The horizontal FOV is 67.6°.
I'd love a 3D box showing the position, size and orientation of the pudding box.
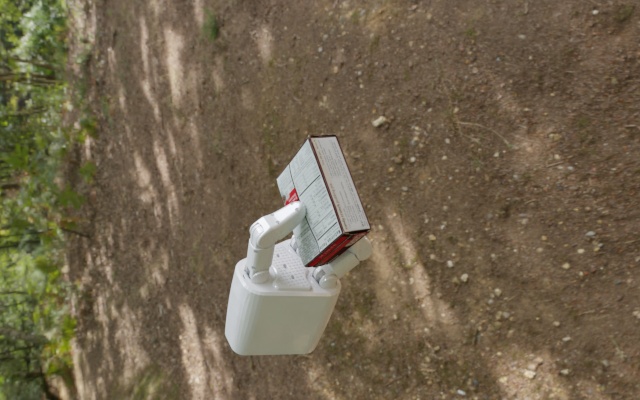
[{"bbox_3d":[0.000,0.002,0.495,0.039,0.113,0.090,-7,-23,-34],"label":"pudding box"}]
